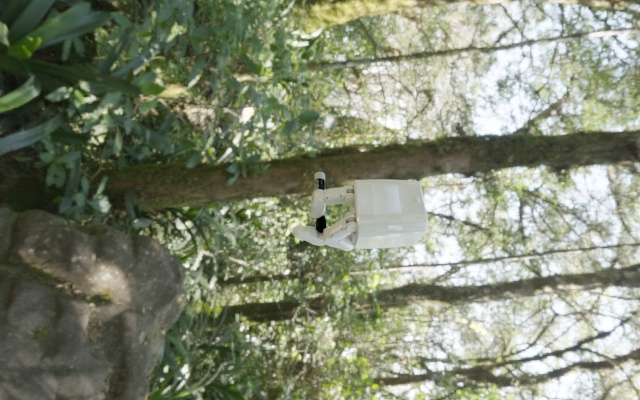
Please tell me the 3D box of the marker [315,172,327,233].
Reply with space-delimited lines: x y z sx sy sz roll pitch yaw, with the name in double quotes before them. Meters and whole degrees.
"marker" 0.000 0.003 0.822 0.020 0.121 0.020 -1 -36 -1
